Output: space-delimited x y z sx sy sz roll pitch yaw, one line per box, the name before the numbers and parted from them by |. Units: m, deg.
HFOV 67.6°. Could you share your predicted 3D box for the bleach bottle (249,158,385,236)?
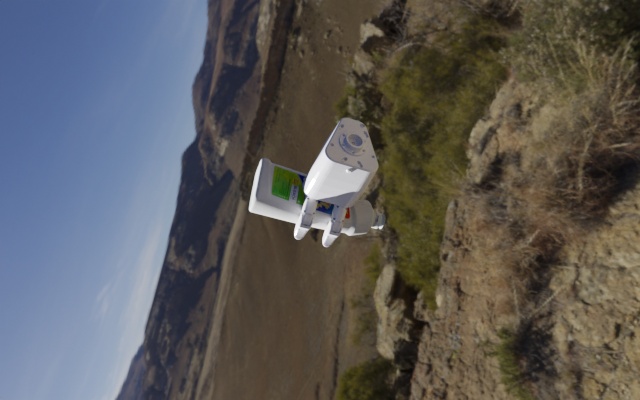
bleach bottle | 0.000 0.003 0.885 0.251 0.102 0.068 15 -36 -13
